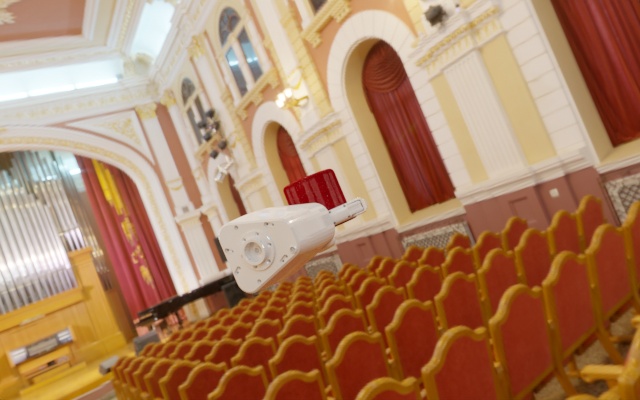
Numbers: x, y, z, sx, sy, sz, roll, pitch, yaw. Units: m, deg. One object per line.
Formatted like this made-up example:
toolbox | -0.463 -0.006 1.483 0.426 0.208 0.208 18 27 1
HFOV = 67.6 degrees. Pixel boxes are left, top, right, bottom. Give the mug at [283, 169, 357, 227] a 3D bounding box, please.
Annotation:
mug | 0.001 0.002 0.718 0.093 0.081 0.117 -23 -1 23
